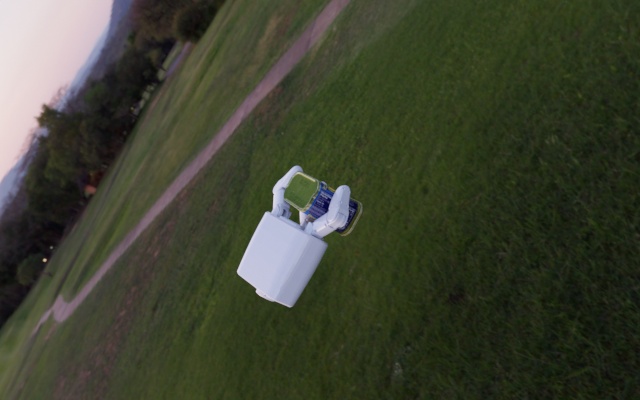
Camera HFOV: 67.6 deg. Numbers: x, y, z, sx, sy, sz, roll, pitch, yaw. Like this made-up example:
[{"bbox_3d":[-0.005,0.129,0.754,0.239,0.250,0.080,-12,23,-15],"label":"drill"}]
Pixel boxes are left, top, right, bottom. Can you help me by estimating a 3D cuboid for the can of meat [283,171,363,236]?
[{"bbox_3d":[0.000,0.002,0.721,0.084,0.057,0.102,29,0,-29],"label":"can of meat"}]
